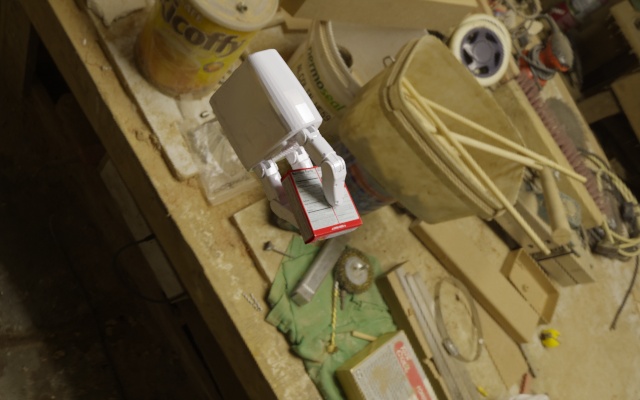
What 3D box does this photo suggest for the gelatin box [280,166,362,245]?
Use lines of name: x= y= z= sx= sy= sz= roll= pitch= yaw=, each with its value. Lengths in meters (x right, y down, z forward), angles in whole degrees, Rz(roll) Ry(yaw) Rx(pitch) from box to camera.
gelatin box: x=0.000 y=0.002 z=0.582 sx=0.073 sy=0.089 sz=0.030 roll=-12 pitch=-18 yaw=-35
